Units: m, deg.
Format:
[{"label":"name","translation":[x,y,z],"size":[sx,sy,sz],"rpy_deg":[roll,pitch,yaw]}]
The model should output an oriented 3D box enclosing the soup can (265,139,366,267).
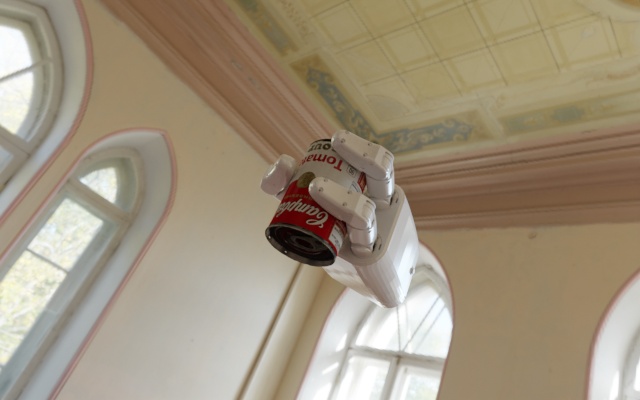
[{"label":"soup can","translation":[0.000,0.001,0.447],"size":[0.068,0.102,0.068],"rpy_deg":[19,-29,11]}]
